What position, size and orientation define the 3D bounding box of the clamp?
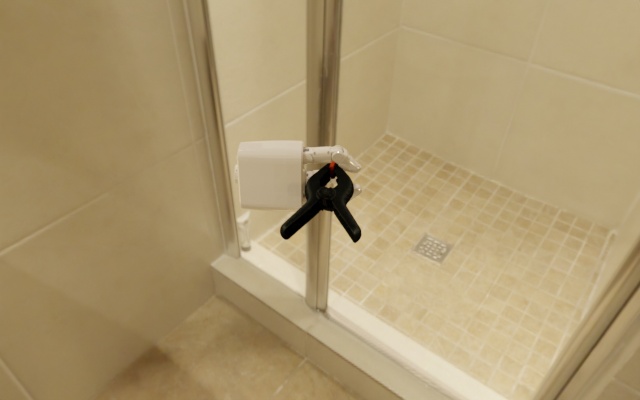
[{"bbox_3d":[0.000,0.002,0.748,0.120,0.039,0.171,0,41,0],"label":"clamp"}]
